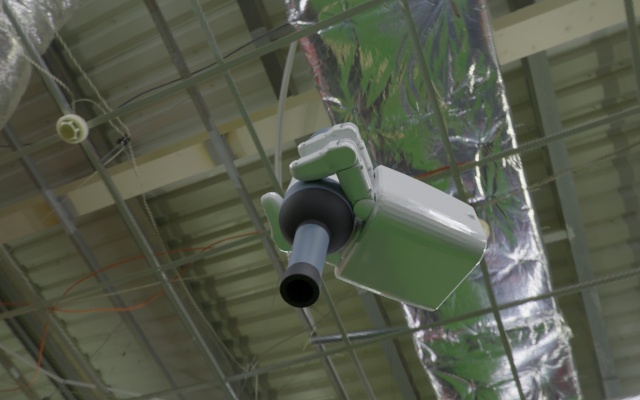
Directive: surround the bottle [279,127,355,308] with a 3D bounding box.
[{"bbox_3d":[0.000,0.001,0.450,0.069,0.069,0.295,0,24,6],"label":"bottle"}]
